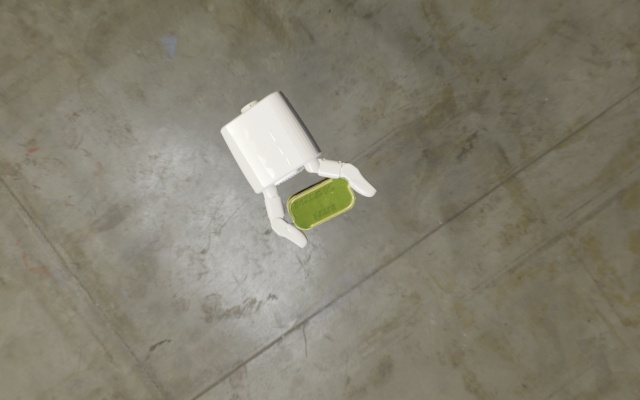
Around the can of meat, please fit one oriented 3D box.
[{"bbox_3d":[0.000,0.002,0.710,0.102,0.057,0.084,-27,3,-1],"label":"can of meat"}]
